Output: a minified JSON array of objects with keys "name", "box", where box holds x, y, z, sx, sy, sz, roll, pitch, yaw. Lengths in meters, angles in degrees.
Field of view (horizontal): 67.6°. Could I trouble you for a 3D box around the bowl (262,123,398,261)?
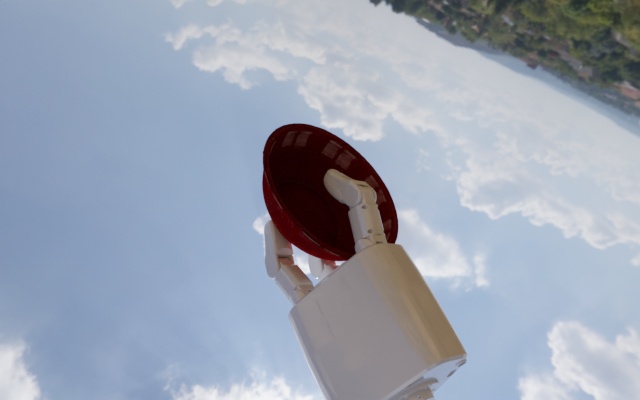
[{"name":"bowl","box":[0.000,0.001,0.478,0.162,0.162,0.055,0,-33,-44]}]
